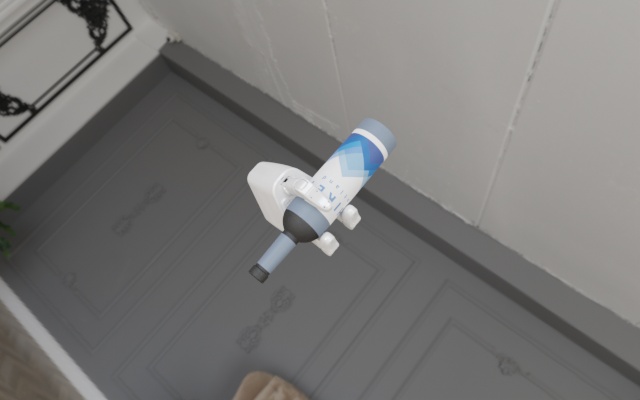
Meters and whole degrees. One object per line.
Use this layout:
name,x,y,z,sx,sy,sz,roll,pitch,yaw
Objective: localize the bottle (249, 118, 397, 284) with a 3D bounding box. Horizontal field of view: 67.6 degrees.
bottle,0.000,0.002,0.718,0.069,0.295,0.069,38,-14,11
